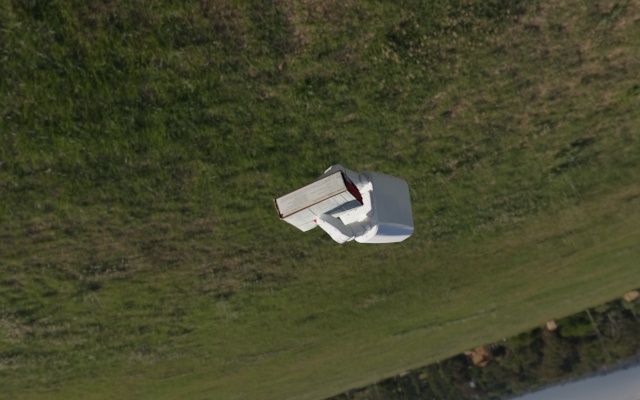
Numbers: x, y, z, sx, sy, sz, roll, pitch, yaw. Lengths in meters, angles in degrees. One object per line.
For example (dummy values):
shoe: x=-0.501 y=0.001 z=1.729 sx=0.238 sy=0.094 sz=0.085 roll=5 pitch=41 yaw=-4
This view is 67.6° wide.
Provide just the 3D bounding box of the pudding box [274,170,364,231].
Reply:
pudding box: x=0.000 y=0.003 z=0.721 sx=0.113 sy=0.039 sz=0.090 roll=-25 pitch=-23 yaw=12
